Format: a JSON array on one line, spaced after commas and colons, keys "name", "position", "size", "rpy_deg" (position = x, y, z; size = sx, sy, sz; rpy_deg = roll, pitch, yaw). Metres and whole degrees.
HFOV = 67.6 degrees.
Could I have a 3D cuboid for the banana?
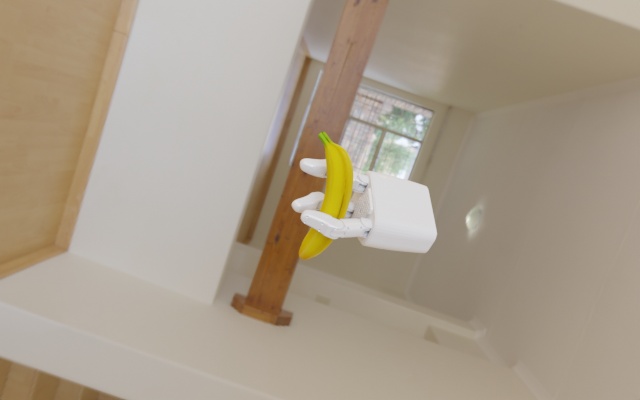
[{"name": "banana", "position": [0.011, 0.005, 0.693], "size": [0.037, 0.198, 0.069], "rpy_deg": [0, 18, -37]}]
